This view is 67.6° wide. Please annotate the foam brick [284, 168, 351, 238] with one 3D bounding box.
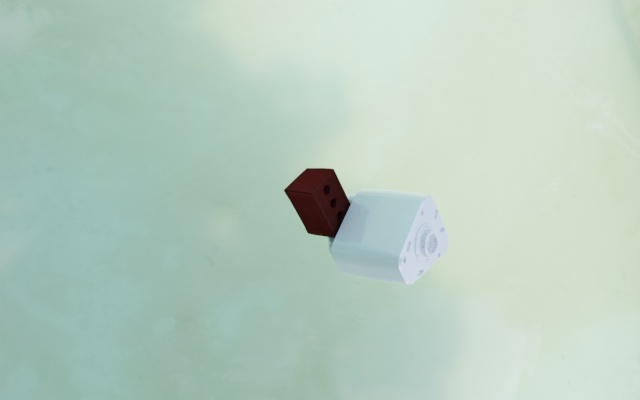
[{"bbox_3d":[0.000,0.002,0.631,0.051,0.078,0.053,5,43,44],"label":"foam brick"}]
